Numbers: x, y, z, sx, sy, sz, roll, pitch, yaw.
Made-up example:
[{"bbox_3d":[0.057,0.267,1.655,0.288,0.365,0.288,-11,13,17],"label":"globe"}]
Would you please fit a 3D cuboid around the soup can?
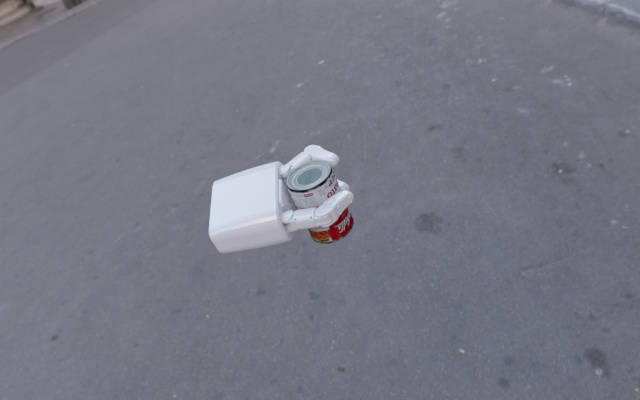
[{"bbox_3d":[0.000,0.002,0.672,0.068,0.102,0.068,-15,37,12],"label":"soup can"}]
